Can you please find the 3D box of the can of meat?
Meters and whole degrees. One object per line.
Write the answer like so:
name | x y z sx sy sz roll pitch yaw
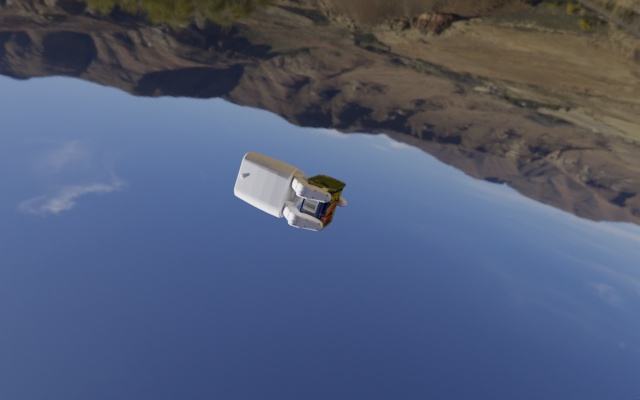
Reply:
can of meat | 0.000 0.003 0.895 0.057 0.084 0.102 22 14 13
